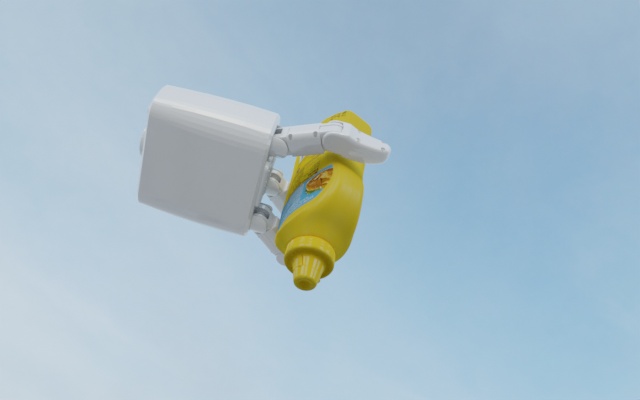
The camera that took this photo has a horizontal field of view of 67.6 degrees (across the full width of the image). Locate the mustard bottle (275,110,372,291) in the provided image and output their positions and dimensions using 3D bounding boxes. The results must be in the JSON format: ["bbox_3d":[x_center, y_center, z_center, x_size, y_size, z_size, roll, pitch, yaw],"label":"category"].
[{"bbox_3d":[0.000,0.001,0.435,0.058,0.191,0.096,36,-53,-20],"label":"mustard bottle"}]
